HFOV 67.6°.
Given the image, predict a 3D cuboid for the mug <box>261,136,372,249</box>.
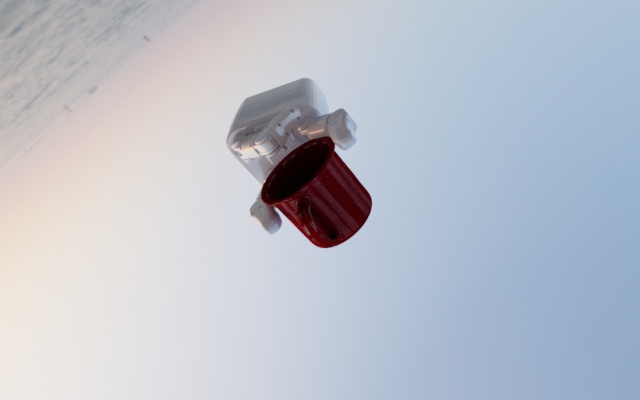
[{"bbox_3d":[0.000,0.002,0.481,0.093,0.081,0.117,-32,29,19],"label":"mug"}]
